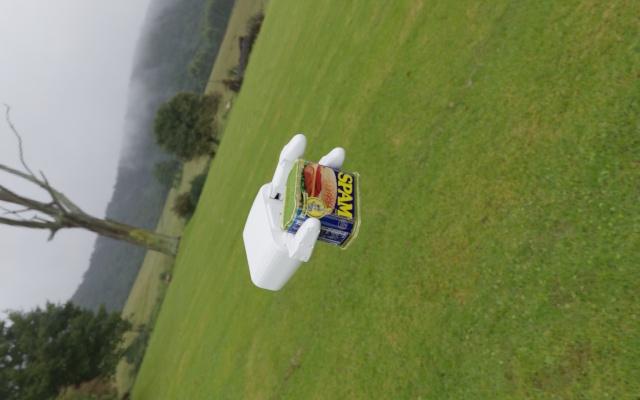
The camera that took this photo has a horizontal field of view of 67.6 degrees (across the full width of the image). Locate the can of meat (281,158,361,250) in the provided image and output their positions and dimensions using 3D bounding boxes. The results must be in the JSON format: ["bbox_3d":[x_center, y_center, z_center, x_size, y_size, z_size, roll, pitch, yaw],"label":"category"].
[{"bbox_3d":[0.000,0.002,0.595,0.084,0.102,0.057,15,-39,-16],"label":"can of meat"}]
